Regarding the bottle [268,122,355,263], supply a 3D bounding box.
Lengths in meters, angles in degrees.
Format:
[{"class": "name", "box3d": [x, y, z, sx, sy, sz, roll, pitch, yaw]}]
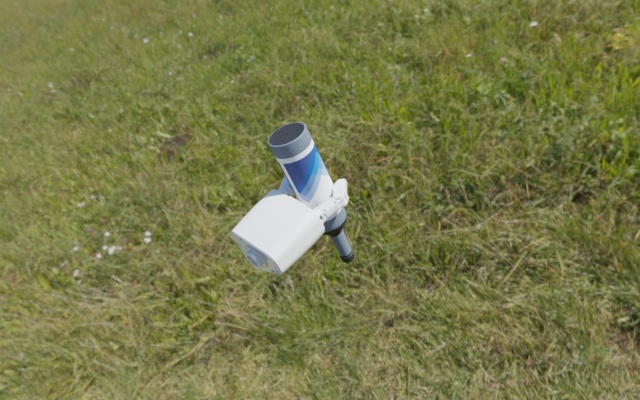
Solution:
[{"class": "bottle", "box3d": [0.000, 0.003, 0.839, 0.069, 0.296, 0.069, -17, 36, 13]}]
